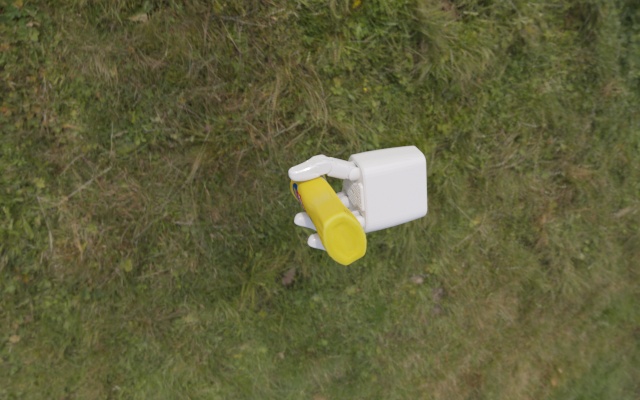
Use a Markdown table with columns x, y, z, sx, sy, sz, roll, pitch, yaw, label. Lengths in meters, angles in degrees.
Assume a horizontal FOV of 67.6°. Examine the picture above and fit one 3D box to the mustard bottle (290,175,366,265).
| x | y | z | sx | sy | sz | roll | pitch | yaw | label |
| --- | --- | --- | --- | --- | --- | --- | --- | --- | --- |
| 0.000 | 0.003 | 0.699 | 0.058 | 0.096 | 0.191 | -31 | 40 | -2 | mustard bottle |
